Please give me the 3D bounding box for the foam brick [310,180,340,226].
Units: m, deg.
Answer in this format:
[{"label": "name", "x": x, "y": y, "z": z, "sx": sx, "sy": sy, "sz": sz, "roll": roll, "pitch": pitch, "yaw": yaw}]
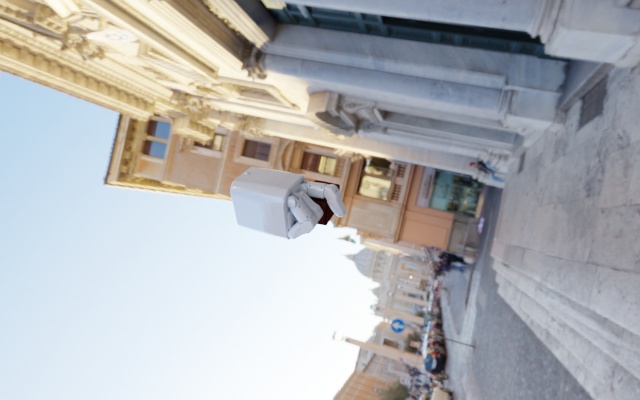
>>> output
[{"label": "foam brick", "x": 0.000, "y": 0.003, "z": 0.886, "sx": 0.051, "sy": 0.053, "sz": 0.078, "roll": 11, "pitch": 28, "yaw": 16}]
